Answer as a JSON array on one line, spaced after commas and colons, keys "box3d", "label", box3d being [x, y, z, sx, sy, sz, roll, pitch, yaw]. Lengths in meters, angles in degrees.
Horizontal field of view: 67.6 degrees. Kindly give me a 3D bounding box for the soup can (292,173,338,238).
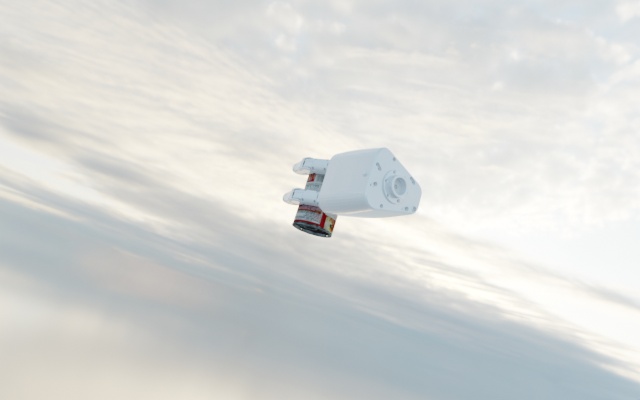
[{"box3d": [0.000, 0.002, 0.790, 0.068, 0.102, 0.068, 16, -15, 4], "label": "soup can"}]
